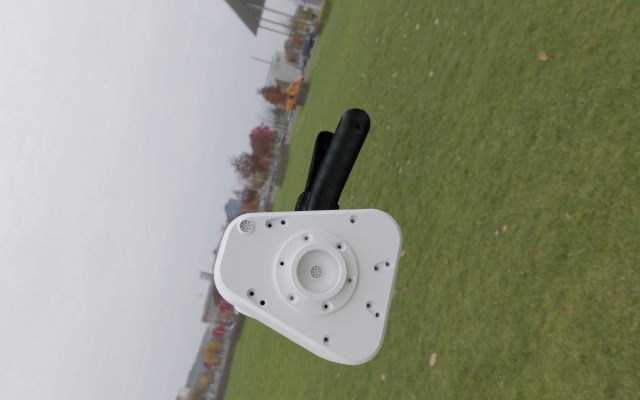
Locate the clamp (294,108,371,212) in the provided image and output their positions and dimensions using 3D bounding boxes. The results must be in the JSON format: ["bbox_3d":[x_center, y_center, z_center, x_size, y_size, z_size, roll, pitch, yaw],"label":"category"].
[{"bbox_3d":[-0.001,0.001,0.417,0.039,0.171,0.120,15,-13,-6],"label":"clamp"}]
